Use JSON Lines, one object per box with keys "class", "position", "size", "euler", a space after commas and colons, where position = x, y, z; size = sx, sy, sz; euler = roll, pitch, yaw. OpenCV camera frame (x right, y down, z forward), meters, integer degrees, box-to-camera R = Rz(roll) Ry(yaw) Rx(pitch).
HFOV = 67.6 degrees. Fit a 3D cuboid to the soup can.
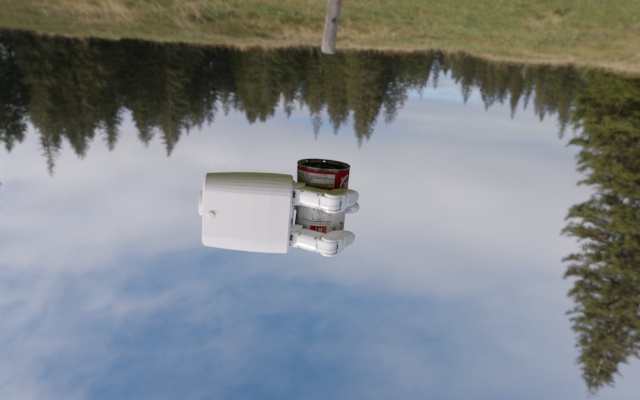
{"class": "soup can", "position": [0.001, 0.002, 0.616], "size": [0.068, 0.102, 0.068], "euler": [5, 15, -1]}
